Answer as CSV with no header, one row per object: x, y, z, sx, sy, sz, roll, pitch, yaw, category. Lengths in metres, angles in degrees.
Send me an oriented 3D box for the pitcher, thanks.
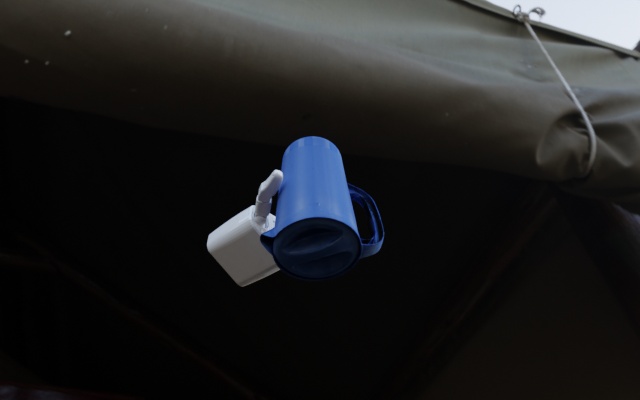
0.000,0.003,0.785,0.145,0.242,0.149,-32,-56,22,pitcher
